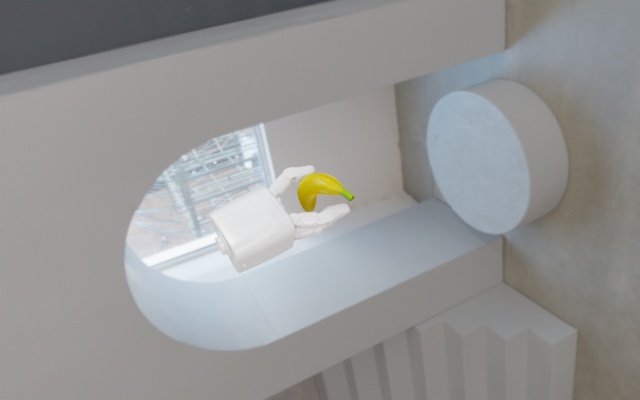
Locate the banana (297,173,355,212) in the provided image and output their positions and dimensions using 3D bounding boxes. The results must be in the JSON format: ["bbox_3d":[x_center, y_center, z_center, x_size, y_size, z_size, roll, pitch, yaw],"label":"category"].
[{"bbox_3d":[-0.009,-0.013,0.837,0.037,0.069,0.198,-35,7,-20],"label":"banana"}]
